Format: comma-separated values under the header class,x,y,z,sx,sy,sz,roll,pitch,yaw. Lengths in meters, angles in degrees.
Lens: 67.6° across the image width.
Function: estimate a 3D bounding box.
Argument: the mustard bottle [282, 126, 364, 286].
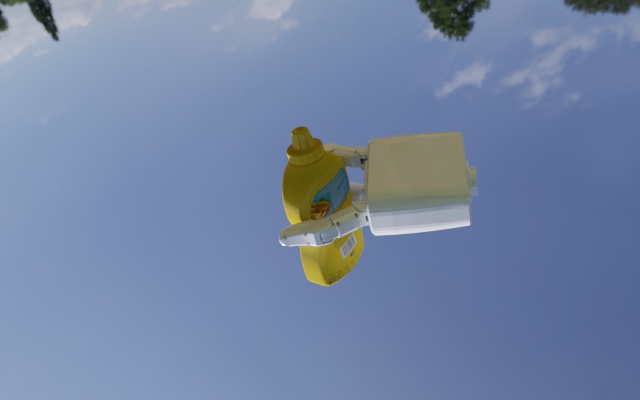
class,x,y,z,sx,sy,sz,roll,pitch,yaw
mustard bottle,0.000,0.002,0.559,0.058,0.192,0.096,12,42,35
